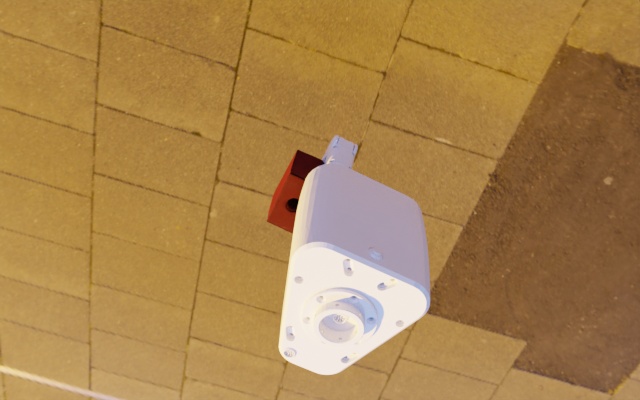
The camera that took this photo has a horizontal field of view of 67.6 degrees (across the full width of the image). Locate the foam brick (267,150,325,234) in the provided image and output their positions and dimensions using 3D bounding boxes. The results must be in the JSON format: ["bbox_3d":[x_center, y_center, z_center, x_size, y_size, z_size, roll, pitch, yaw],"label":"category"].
[{"bbox_3d":[0.000,0.001,0.417,0.078,0.053,0.051,25,29,-8],"label":"foam brick"}]
